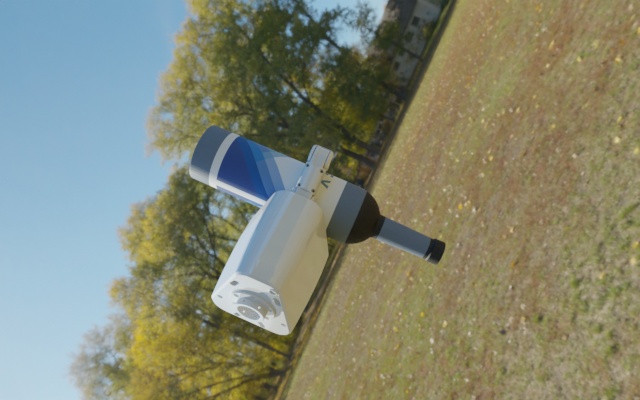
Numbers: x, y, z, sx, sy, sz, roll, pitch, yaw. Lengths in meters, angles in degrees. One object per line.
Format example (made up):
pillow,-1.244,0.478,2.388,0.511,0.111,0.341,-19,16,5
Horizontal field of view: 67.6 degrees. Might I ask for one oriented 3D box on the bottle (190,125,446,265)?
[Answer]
bottle,0.000,0.002,0.544,0.295,0.069,0.069,23,1,3
